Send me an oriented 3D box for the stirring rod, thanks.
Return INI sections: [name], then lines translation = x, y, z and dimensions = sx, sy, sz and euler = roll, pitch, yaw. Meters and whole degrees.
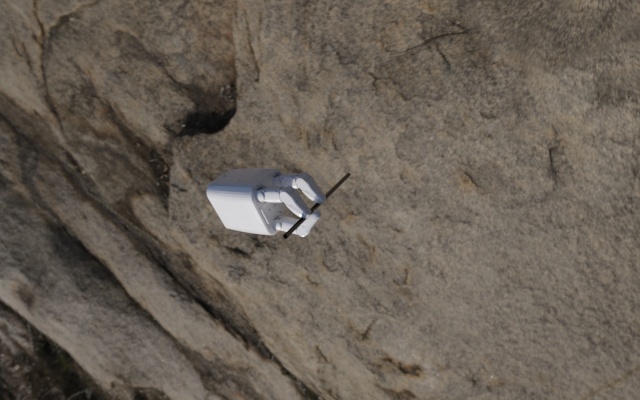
[stirring rod]
translation = 0.000, 0.003, 0.828
dimensions = 0.011, 0.011, 0.239
euler = 0, 26, 30
